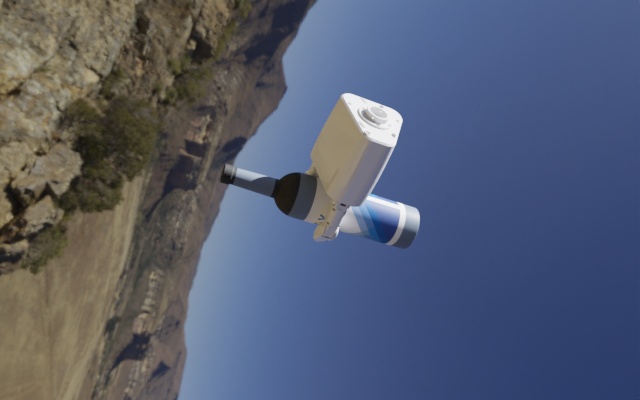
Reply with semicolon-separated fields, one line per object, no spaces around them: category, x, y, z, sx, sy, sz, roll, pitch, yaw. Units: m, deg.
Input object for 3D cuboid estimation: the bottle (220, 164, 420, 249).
bottle;0.000;0.002;0.701;0.296;0.069;0.069;17;-4;-15
